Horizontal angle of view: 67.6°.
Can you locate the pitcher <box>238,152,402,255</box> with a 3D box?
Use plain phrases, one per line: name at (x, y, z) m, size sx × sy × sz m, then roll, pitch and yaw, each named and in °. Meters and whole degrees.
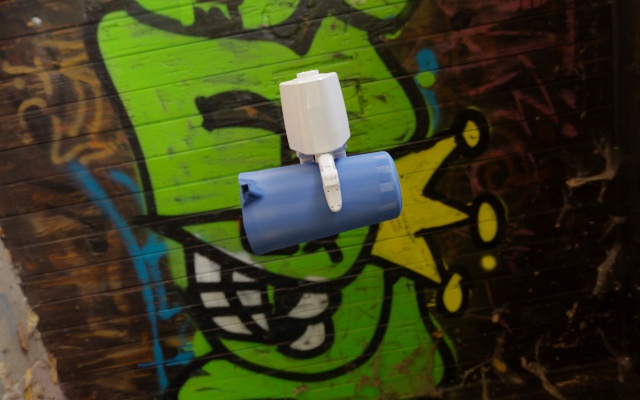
pitcher at (0.000, 0.002, 0.763) m, size 0.243 × 0.145 × 0.149 m, roll -11°, pitch 17°, yaw 1°
